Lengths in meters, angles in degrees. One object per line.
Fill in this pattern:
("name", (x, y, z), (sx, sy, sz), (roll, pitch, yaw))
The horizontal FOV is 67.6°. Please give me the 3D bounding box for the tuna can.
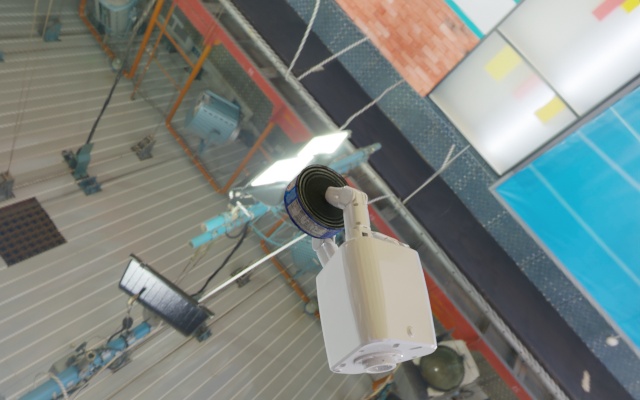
("tuna can", (0.000, 0.002, 0.569), (0.086, 0.086, 0.034), (0, -28, -39))
